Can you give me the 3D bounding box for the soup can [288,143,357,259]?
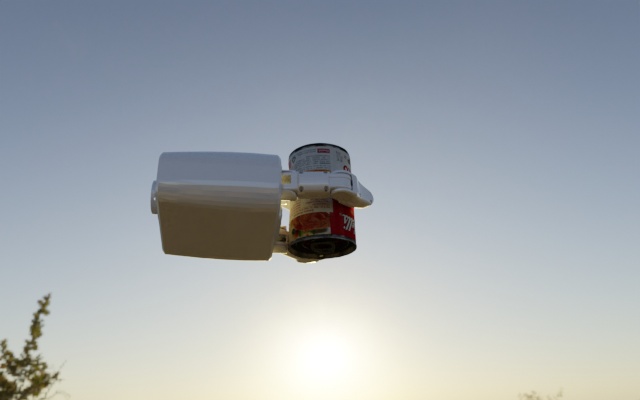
[{"bbox_3d":[0.001,0.001,0.487,0.068,0.102,0.068,-2,-24,-1],"label":"soup can"}]
